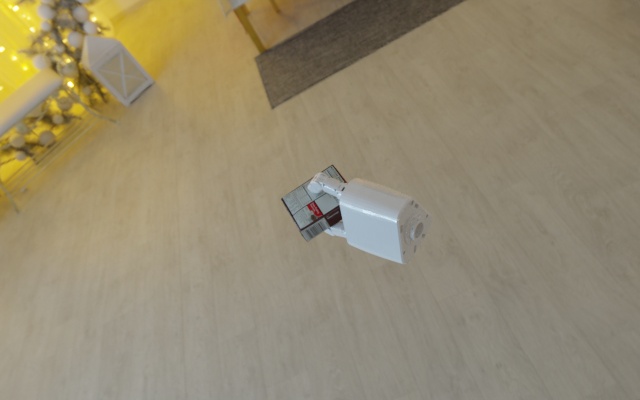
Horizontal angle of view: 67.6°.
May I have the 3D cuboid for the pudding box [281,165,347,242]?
[{"bbox_3d":[0.000,0.003,0.814,0.113,0.090,0.039,-32,-42,-2],"label":"pudding box"}]
